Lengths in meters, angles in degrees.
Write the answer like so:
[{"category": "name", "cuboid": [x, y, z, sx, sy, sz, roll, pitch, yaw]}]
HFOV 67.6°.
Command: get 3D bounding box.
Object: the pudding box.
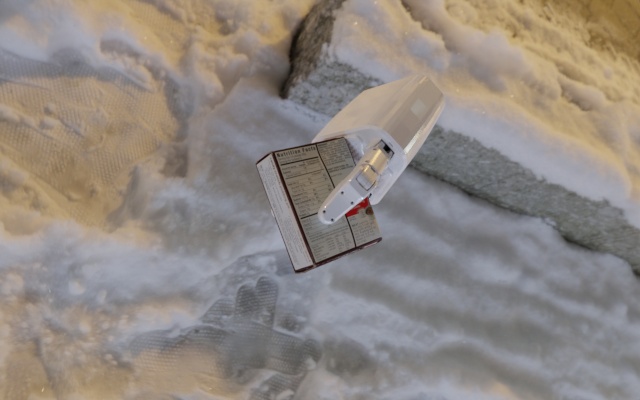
[{"category": "pudding box", "cuboid": [0.000, 0.001, 0.453, 0.090, 0.113, 0.039, -17, -8, -36]}]
